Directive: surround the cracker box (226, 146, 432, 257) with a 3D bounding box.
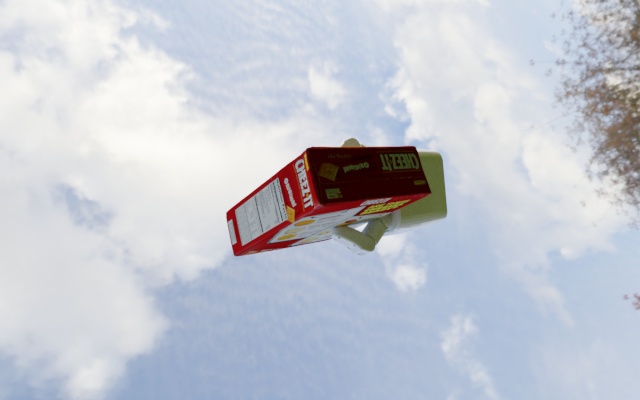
[{"bbox_3d":[0.000,0.002,0.595,0.164,0.072,0.214,-6,-15,-36],"label":"cracker box"}]
